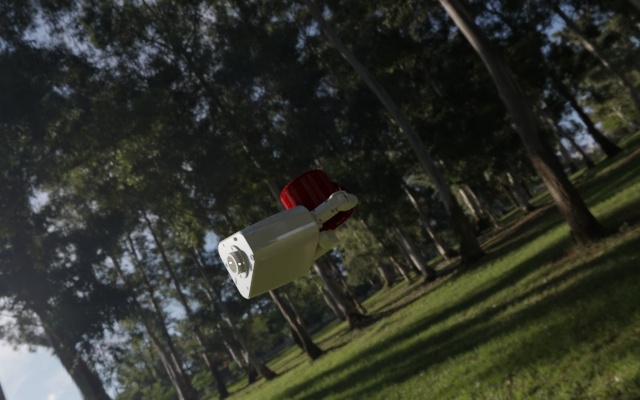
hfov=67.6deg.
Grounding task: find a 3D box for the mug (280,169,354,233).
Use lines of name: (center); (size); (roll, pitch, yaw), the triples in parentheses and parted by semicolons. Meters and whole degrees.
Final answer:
mug: (0.001, 0.002, 0.746); (0.117, 0.081, 0.093); (-22, -20, -35)
